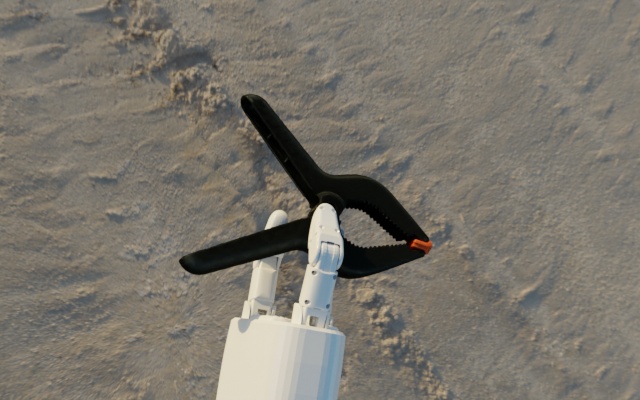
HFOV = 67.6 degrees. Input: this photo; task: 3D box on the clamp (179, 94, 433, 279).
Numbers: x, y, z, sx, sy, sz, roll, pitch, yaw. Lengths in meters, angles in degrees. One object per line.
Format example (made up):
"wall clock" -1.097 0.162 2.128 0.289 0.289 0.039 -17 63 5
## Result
"clamp" 0.001 0.002 0.419 0.210 0.164 0.036 14 -17 -13
